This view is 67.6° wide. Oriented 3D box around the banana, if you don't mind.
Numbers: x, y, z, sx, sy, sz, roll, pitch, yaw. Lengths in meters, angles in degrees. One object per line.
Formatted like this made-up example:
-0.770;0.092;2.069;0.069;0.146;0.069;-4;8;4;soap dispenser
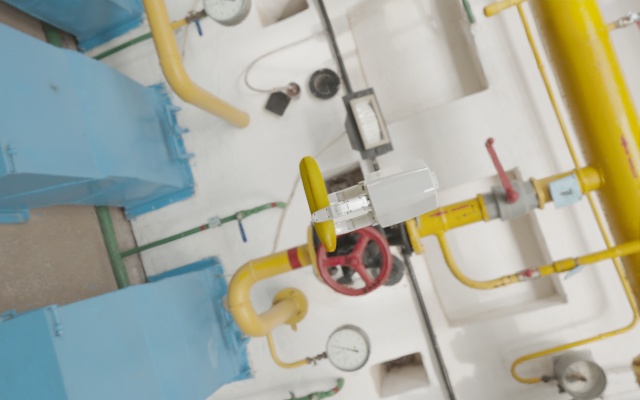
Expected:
-0.005;-0.008;0.837;0.037;0.197;0.070;-18;-30;6;banana
